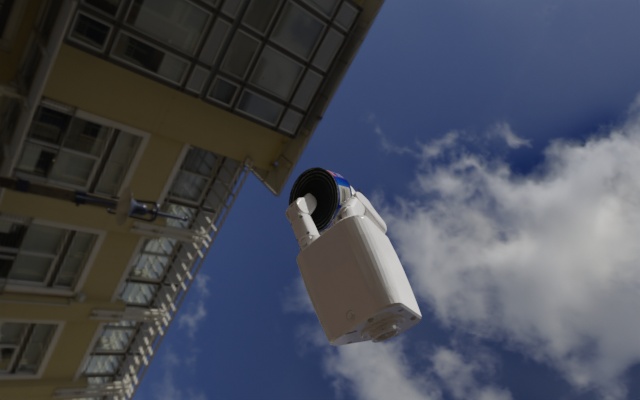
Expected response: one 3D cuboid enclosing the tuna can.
[{"bbox_3d":[0.000,0.002,0.620,0.086,0.086,0.034,0,-8,43],"label":"tuna can"}]
